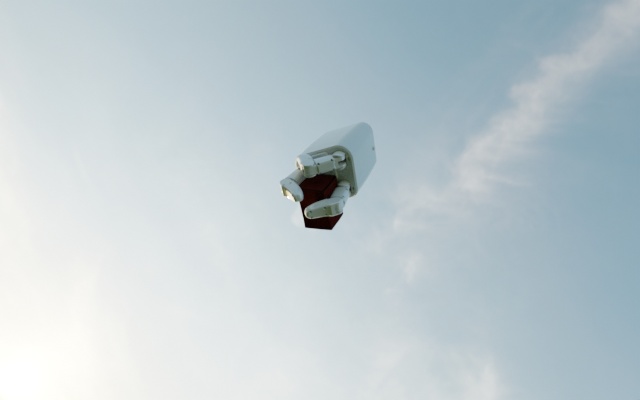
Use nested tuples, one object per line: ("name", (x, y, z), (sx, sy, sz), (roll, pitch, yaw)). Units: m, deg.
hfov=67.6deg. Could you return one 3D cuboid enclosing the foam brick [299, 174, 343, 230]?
("foam brick", (0.000, 0.003, 0.791), (0.053, 0.078, 0.051), (6, 35, 26))
